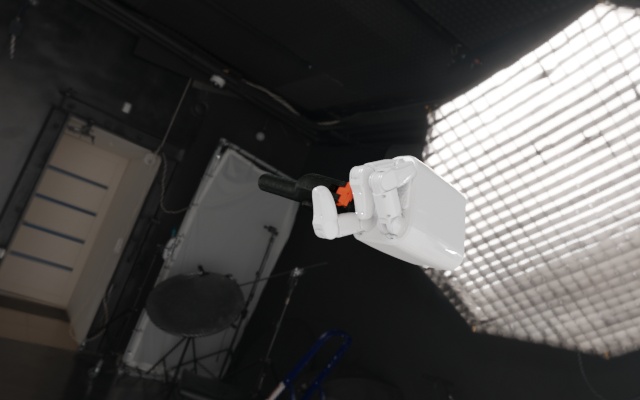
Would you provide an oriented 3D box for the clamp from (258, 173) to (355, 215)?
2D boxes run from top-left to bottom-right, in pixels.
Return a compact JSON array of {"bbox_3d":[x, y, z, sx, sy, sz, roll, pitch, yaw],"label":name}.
[{"bbox_3d":[0.000,0.001,0.621,0.120,0.039,0.171,30,-12,-31],"label":"clamp"}]
